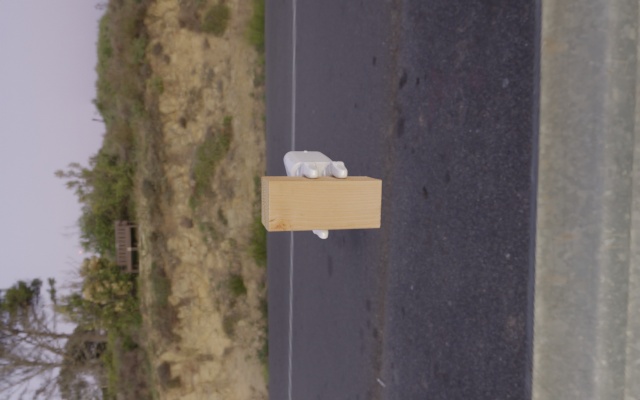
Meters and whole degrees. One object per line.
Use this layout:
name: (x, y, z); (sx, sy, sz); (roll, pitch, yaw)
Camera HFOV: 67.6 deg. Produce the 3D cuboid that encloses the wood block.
wood block: (0.000, 0.003, 0.881); (0.206, 0.091, 0.090); (-1, 8, -15)
